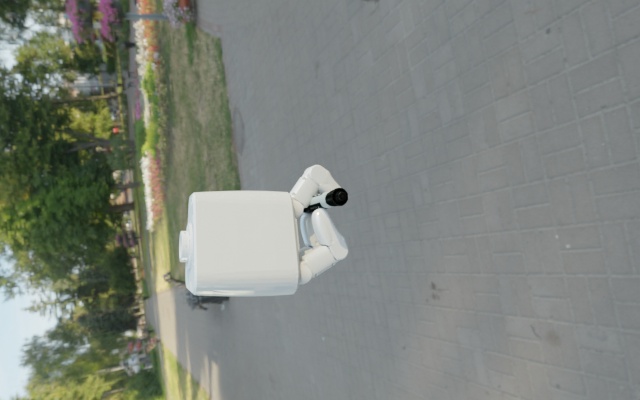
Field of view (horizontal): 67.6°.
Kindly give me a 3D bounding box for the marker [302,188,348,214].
[{"bbox_3d":[0.000,0.002,0.533,0.020,0.020,0.121,0,-6,-21],"label":"marker"}]
